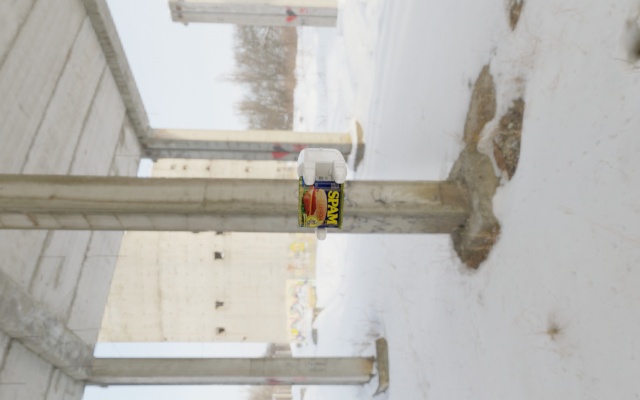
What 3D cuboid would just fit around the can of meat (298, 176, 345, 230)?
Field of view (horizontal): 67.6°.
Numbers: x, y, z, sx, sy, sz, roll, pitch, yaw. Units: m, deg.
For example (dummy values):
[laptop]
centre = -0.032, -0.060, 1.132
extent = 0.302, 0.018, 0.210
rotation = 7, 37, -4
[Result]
[can of meat]
centre = 0.000, 0.003, 0.899
extent = 0.084, 0.102, 0.057
rotation = 1, 26, -2
